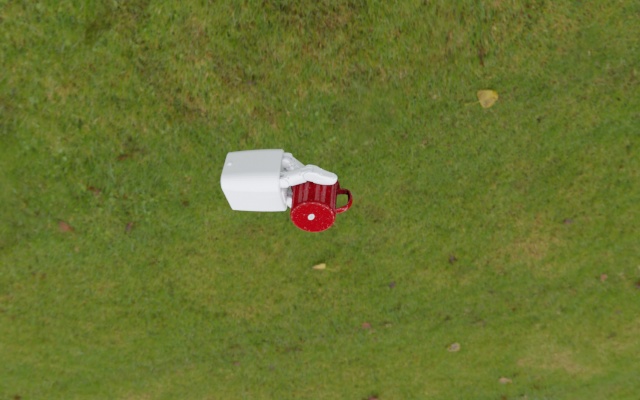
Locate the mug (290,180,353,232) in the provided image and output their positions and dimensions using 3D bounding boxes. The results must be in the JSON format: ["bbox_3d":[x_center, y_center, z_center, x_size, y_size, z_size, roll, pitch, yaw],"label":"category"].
[{"bbox_3d":[0.002,0.003,0.870,0.117,0.081,0.093,-1,-45,6],"label":"mug"}]
